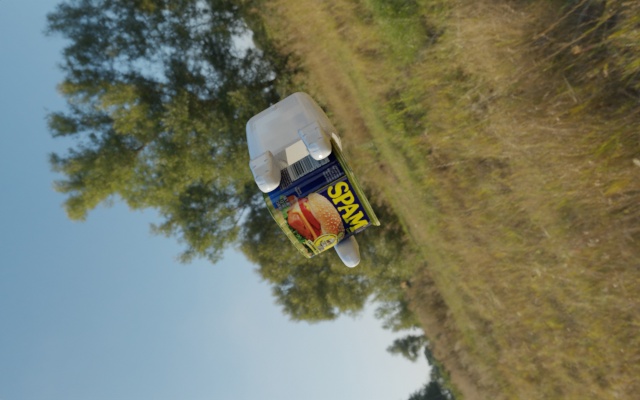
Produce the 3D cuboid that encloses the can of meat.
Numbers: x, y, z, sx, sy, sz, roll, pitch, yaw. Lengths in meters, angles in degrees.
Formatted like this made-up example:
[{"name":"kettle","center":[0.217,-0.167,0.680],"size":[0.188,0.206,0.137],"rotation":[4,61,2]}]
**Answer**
[{"name":"can of meat","center":[0.000,0.002,0.471],"size":[0.084,0.057,0.102],"rotation":[-29,-46,4]}]
